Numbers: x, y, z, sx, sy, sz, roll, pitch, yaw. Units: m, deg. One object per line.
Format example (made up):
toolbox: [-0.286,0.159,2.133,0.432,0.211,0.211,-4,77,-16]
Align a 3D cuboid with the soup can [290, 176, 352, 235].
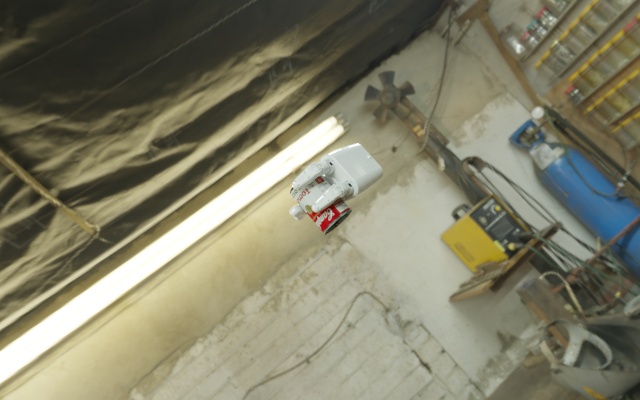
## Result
soup can: [0.000,0.003,0.884,0.068,0.102,0.068,-39,-11,-9]
